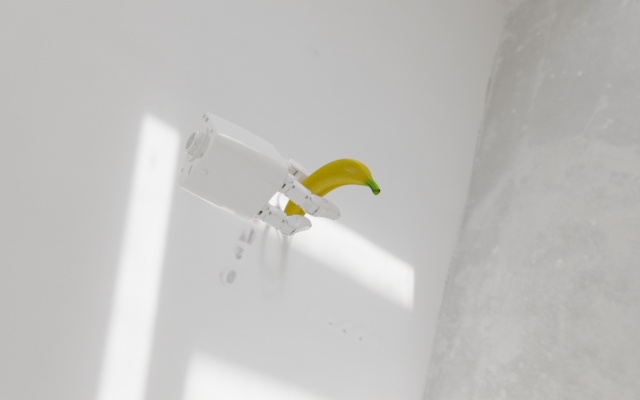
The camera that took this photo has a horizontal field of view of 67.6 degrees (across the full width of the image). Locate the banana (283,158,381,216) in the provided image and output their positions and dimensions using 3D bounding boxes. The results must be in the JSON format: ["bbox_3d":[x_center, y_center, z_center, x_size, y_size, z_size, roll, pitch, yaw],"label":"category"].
[{"bbox_3d":[0.004,-0.015,0.688,0.037,0.069,0.198,24,-32,-34],"label":"banana"}]
